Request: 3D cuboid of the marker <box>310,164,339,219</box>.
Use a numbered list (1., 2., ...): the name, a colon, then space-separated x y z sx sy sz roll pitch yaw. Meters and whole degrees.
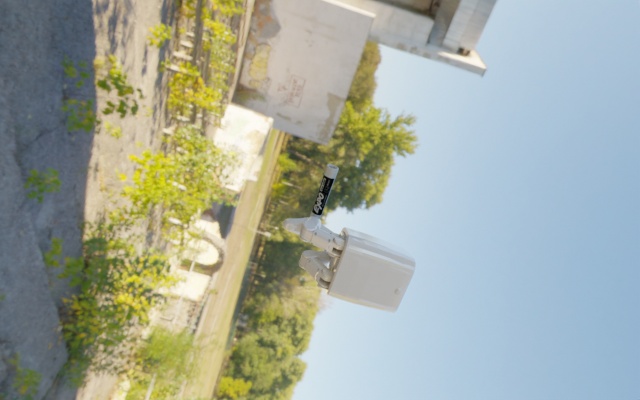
1. marker: 0.000 0.002 0.730 0.020 0.121 0.020 16 23 -7
